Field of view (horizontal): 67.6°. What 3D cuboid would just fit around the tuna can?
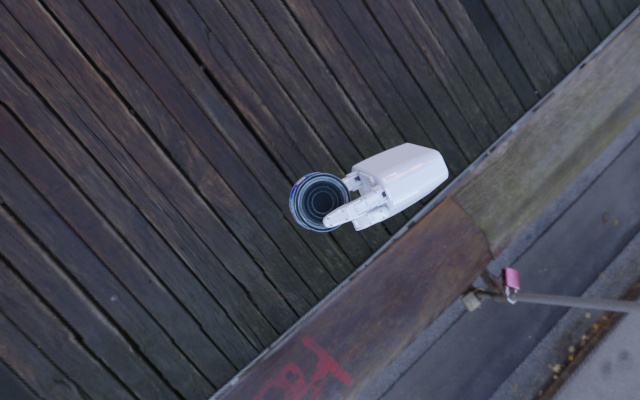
[{"bbox_3d":[0.000,0.002,0.682,0.086,0.086,0.034,0,3,-15],"label":"tuna can"}]
